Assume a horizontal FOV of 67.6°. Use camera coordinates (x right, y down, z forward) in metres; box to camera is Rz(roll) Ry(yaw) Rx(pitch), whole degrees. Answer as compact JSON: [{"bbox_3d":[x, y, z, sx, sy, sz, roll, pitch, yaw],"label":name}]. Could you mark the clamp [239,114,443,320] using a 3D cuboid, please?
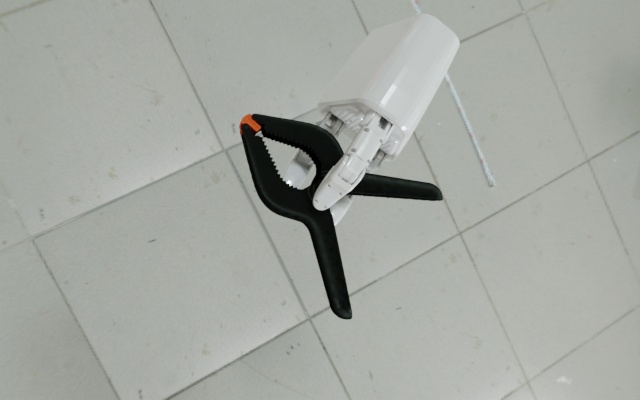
[{"bbox_3d":[0.000,0.001,0.458,0.210,0.164,0.036,35,-12,-10],"label":"clamp"}]
